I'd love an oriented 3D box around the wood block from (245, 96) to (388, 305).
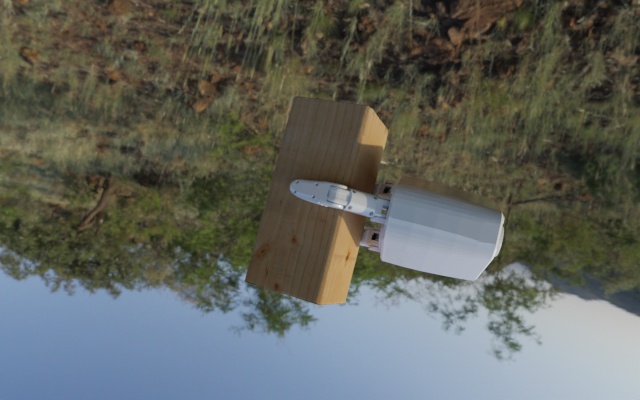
[{"bbox_3d":[0.000,0.002,0.529,0.090,0.206,0.091,13,-5,22],"label":"wood block"}]
